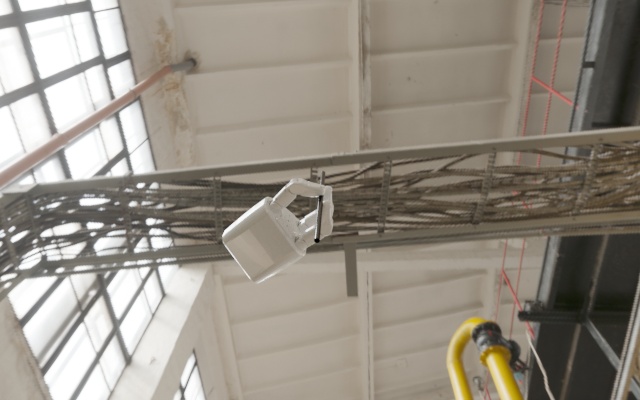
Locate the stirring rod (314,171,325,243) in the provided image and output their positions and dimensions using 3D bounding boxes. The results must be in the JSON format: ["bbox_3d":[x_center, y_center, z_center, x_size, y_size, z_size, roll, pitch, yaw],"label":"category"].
[{"bbox_3d":[0.000,0.003,0.767,0.011,0.011,0.239,0,26,3],"label":"stirring rod"}]
